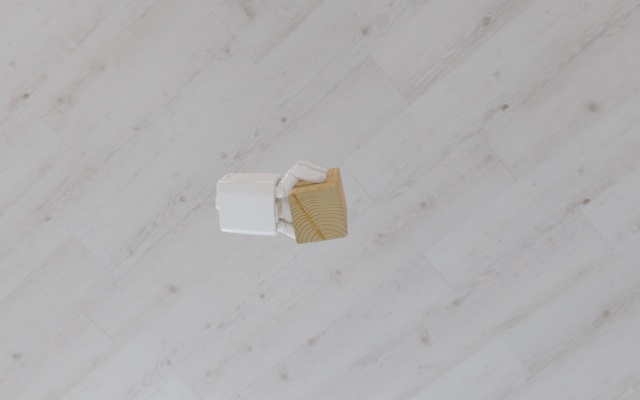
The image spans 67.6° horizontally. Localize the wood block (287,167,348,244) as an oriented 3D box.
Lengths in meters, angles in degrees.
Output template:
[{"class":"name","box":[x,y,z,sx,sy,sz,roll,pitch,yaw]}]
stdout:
[{"class":"wood block","box":[0.000,0.003,0.900,0.090,0.091,0.206,-10,13,5]}]
